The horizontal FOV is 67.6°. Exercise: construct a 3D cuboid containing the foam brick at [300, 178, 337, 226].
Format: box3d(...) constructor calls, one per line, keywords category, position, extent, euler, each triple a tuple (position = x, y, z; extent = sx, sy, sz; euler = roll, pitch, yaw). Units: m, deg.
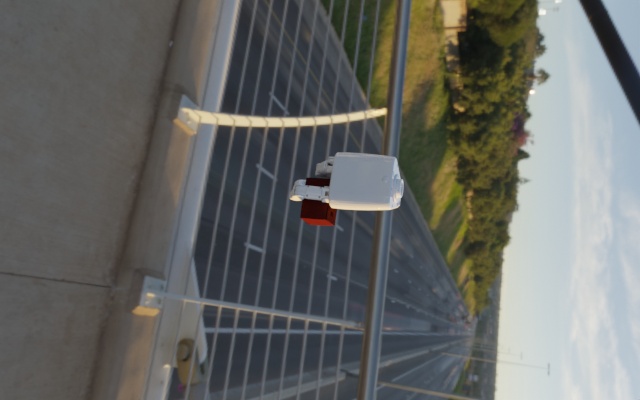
box3d(category="foam brick", position=(0.000, 0.003, 0.863), extent=(0.051, 0.078, 0.053), euler=(5, -13, 19))
